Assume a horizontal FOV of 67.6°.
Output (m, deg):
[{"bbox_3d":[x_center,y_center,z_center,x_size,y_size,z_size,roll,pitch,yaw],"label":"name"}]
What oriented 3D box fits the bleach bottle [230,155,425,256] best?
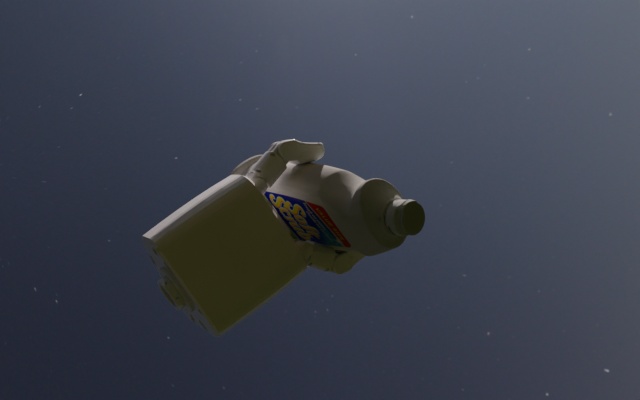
[{"bbox_3d":[0.000,0.002,0.492,0.068,0.103,0.251,-38,24,-28],"label":"bleach bottle"}]
